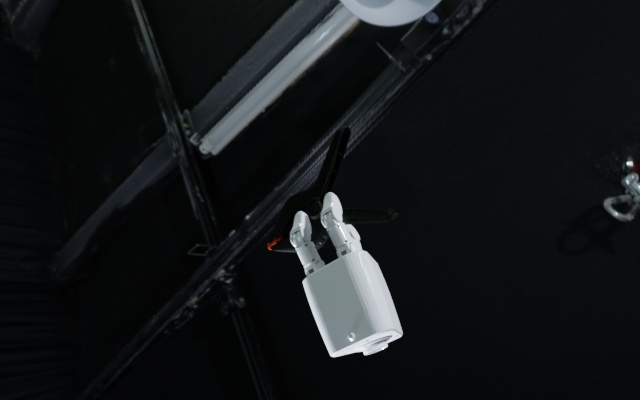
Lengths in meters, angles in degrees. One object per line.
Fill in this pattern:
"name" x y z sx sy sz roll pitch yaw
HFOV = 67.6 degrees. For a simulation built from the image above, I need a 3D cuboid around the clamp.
"clamp" 0.000 0.003 0.698 0.210 0.164 0.036 -33 -28 25
